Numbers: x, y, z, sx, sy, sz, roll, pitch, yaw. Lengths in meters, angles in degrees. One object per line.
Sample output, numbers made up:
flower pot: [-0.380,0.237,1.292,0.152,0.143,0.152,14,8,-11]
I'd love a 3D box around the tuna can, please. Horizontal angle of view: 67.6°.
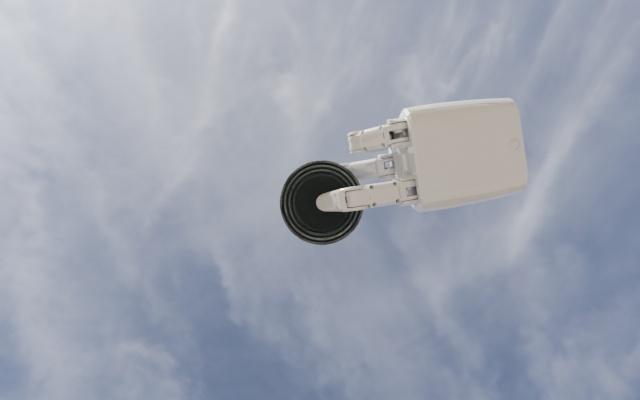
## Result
tuna can: [0.000,0.002,0.498,0.086,0.086,0.034,0,3,-7]
